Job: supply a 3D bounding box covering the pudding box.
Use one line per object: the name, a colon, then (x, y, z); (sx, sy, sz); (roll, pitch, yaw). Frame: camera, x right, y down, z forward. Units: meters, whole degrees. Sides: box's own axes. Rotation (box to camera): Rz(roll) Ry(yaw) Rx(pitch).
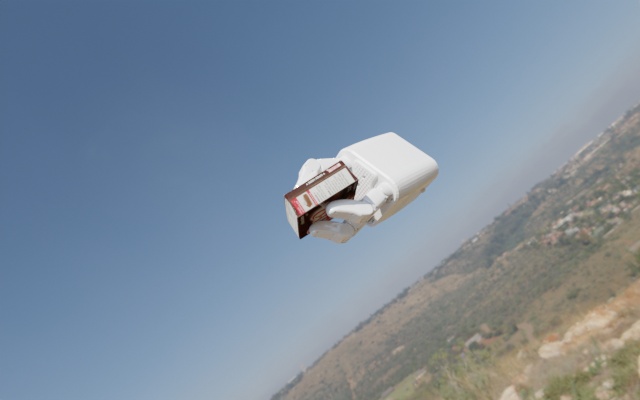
pudding box: (0.000, 0.002, 0.626); (0.090, 0.039, 0.113); (-33, -17, -10)
